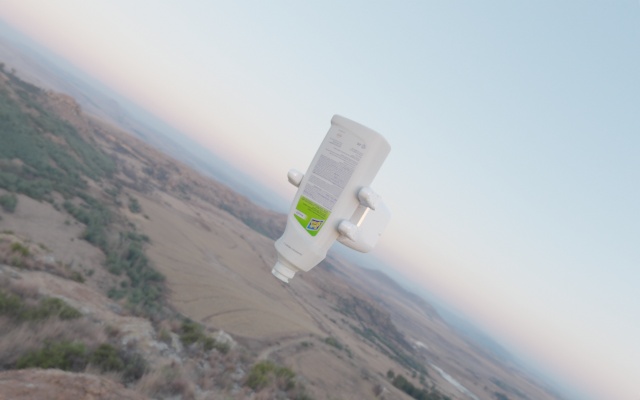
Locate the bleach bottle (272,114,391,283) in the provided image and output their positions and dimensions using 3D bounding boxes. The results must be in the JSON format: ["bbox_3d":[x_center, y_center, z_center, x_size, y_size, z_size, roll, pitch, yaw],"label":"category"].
[{"bbox_3d":[0.000,0.002,0.707,0.102,0.251,0.068,30,-3,32],"label":"bleach bottle"}]
